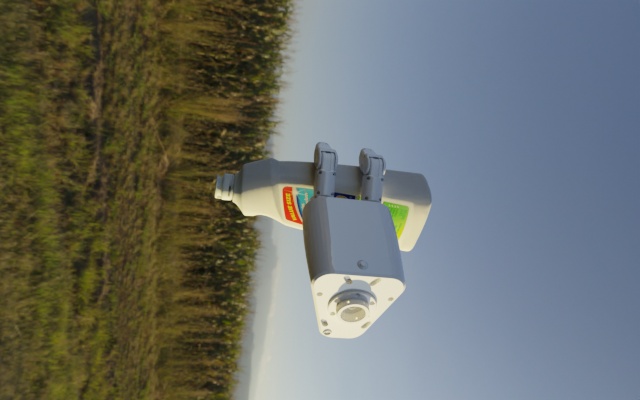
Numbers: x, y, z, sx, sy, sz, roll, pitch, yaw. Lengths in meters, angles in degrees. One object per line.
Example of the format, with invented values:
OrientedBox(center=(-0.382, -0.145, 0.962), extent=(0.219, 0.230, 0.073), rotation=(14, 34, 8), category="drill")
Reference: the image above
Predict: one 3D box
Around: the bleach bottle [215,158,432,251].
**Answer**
OrientedBox(center=(0.000, 0.002, 0.582), extent=(0.251, 0.103, 0.068), rotation=(6, 40, -10), category="bleach bottle")
